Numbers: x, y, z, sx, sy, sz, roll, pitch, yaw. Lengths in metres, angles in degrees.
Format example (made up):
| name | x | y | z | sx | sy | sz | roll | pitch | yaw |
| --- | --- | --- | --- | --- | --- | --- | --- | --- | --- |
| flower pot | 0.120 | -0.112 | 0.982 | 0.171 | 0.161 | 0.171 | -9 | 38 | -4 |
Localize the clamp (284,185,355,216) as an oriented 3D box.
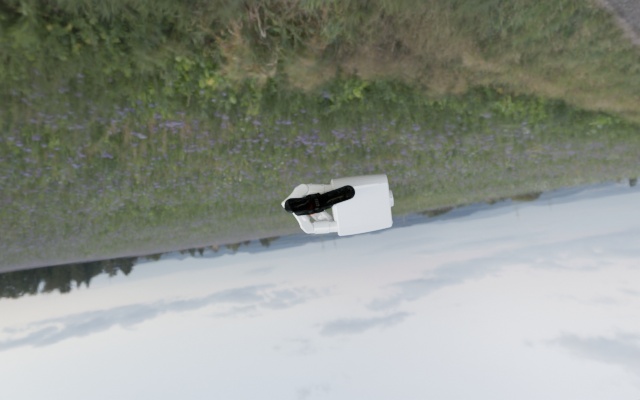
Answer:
| name | x | y | z | sx | sy | sz | roll | pitch | yaw |
| --- | --- | --- | --- | --- | --- | --- | --- | --- | --- |
| clamp | 0.000 | 0.003 | 0.855 | 0.120 | 0.039 | 0.171 | -8 | -2 | 0 |
